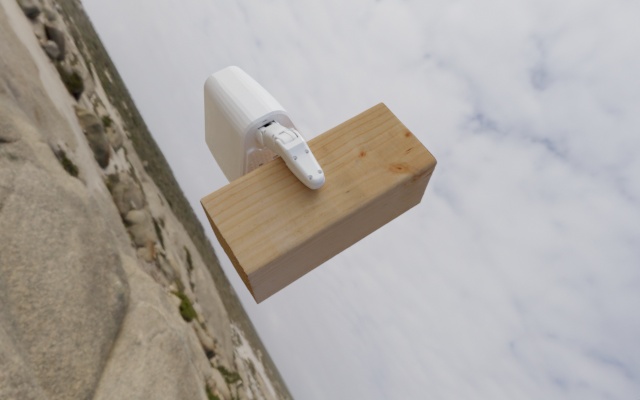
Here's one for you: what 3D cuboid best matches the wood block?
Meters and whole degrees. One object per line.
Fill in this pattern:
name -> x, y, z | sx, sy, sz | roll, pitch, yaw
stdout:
wood block -> 0.000, 0.001, 0.475 | 0.206, 0.090, 0.091 | -30, -24, -15
